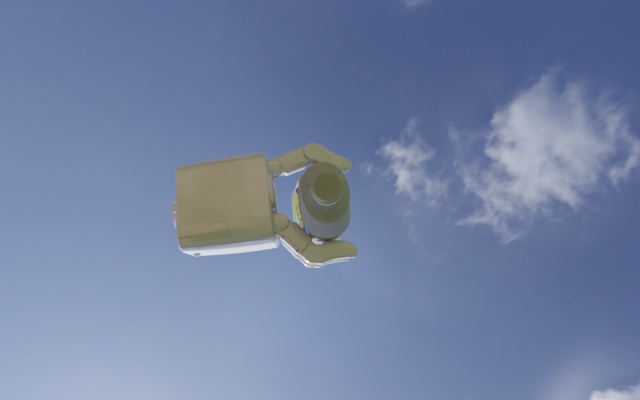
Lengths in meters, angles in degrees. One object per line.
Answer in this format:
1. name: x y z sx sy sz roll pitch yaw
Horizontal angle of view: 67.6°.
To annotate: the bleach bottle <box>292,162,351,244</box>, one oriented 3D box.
1. bleach bottle: 0.000 0.002 0.573 0.068 0.102 0.251 -8 -10 -4
